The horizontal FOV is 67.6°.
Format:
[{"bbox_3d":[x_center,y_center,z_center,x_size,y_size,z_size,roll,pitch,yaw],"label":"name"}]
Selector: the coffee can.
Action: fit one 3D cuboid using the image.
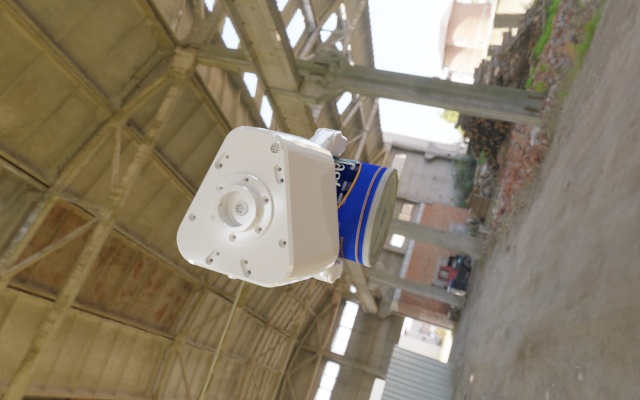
[{"bbox_3d":[0.000,0.002,0.501,0.140,0.103,0.103,14,4,17],"label":"coffee can"}]
